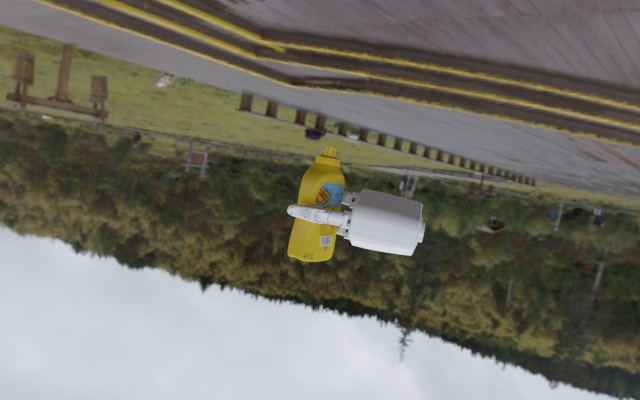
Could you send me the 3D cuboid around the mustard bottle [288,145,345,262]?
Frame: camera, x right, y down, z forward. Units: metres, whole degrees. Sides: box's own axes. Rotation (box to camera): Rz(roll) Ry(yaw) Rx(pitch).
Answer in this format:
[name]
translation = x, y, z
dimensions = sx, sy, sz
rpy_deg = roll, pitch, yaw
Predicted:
[mustard bottle]
translation = 0.000, 0.003, 0.798
dimensions = 0.058, 0.191, 0.096
rpy_deg = 15, 6, 35
